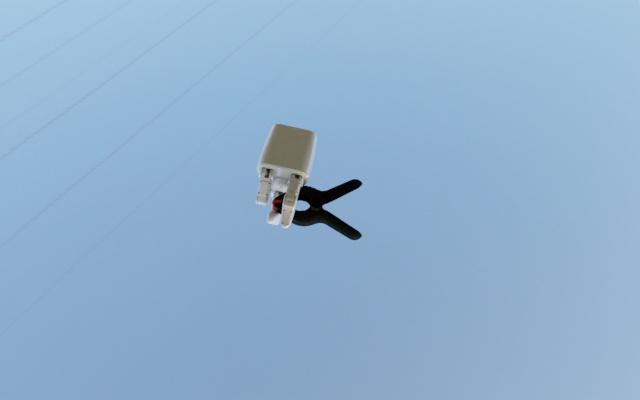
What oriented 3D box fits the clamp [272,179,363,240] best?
[{"bbox_3d":[0.000,0.003,0.880,0.171,0.120,0.039,12,-32,0],"label":"clamp"}]
